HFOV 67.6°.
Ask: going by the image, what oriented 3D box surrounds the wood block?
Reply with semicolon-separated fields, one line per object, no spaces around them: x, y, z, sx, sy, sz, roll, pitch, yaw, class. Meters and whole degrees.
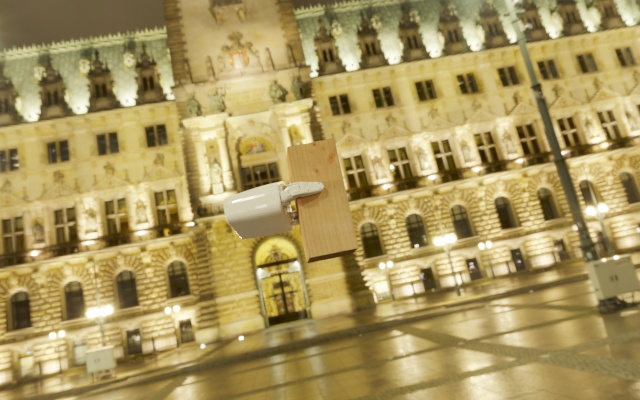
0.000;0.003;0.885;0.090;0.206;0.091;-11;-12;-7;wood block
